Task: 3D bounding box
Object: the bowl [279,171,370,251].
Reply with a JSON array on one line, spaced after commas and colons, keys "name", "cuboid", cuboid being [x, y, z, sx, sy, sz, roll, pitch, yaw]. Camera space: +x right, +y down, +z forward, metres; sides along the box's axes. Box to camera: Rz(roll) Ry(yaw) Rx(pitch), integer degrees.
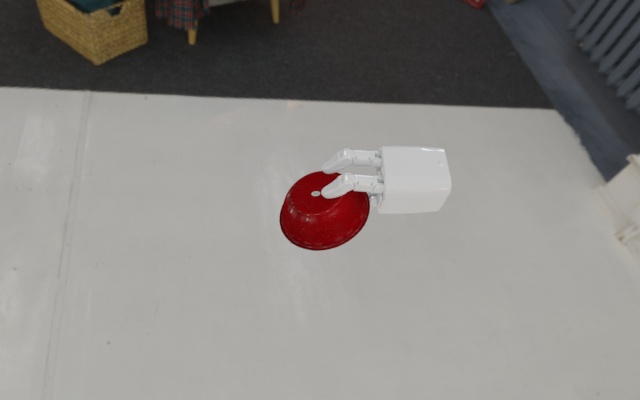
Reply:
[{"name": "bowl", "cuboid": [-0.001, 0.003, 0.806, 0.162, 0.162, 0.055, 0, -37, 17]}]
